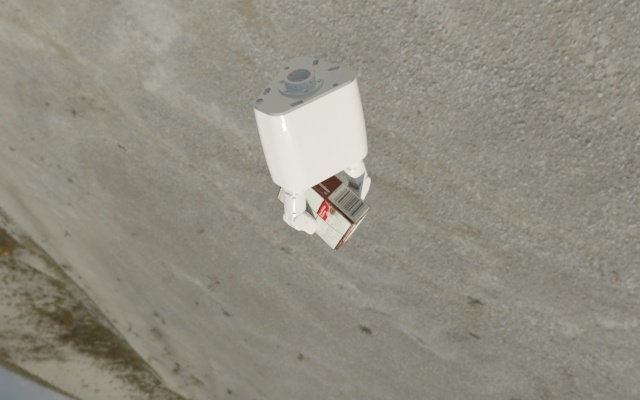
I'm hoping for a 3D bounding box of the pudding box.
[{"bbox_3d":[0.000,0.002,0.614,0.039,0.113,0.090,-42,-10,-28],"label":"pudding box"}]
